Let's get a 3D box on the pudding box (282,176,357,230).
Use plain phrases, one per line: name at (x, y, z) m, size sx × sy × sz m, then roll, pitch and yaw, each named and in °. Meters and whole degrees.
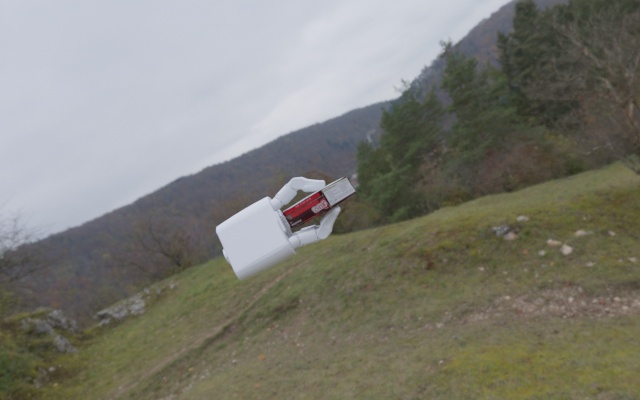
pudding box at (0.000, 0.003, 0.822) m, size 0.090 × 0.039 × 0.113 m, roll -29°, pitch 2°, yaw 30°
